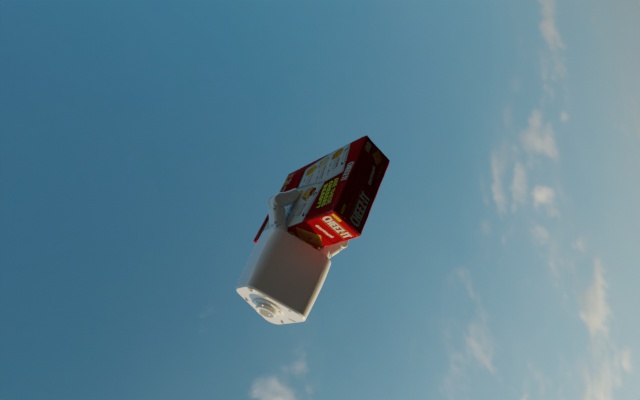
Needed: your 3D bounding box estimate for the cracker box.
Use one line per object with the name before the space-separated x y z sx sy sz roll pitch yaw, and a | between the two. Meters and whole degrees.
cracker box | 0.000 0.003 0.800 0.072 0.164 0.214 42 -38 -23
